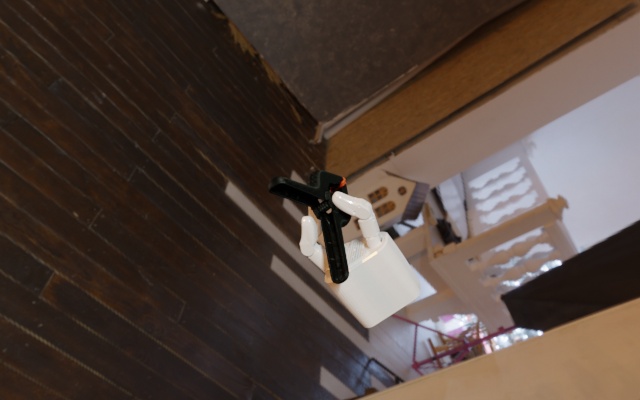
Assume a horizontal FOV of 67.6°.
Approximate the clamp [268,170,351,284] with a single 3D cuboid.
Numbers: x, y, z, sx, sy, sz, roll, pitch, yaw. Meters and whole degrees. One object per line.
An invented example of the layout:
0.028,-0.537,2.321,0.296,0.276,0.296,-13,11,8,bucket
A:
0.001,0.002,0.691,0.036,0.164,0.210,-29,18,23,clamp
